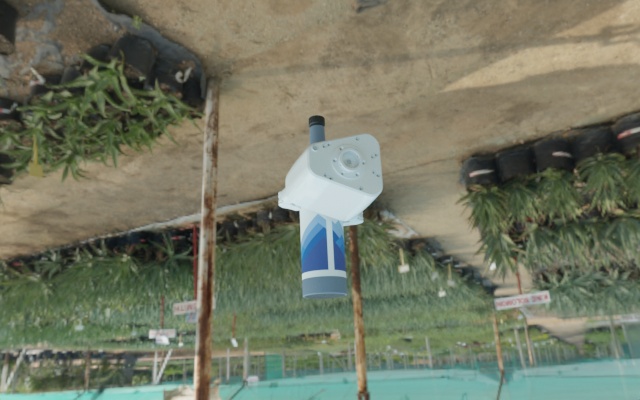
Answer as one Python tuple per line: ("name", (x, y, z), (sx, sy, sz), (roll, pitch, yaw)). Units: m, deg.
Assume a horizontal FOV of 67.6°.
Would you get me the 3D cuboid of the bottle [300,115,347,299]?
("bottle", (0.000, 0.003, 0.756), (0.069, 0.295, 0.069), (-2, -18, -1))
